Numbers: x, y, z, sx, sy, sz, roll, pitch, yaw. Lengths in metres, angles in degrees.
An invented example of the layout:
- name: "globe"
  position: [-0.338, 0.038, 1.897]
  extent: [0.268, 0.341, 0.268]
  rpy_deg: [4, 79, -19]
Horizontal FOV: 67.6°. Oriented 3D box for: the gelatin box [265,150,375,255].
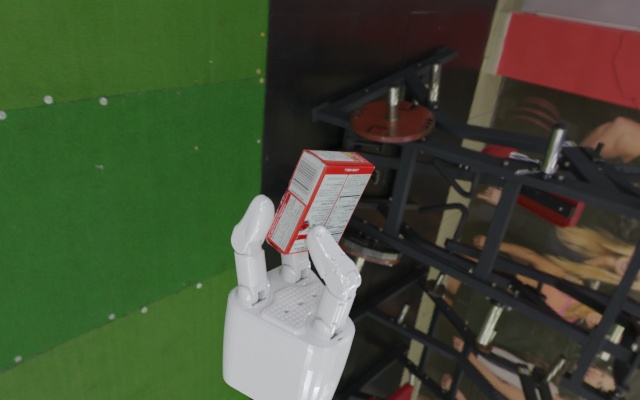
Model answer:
- name: "gelatin box"
  position: [0.001, 0.001, 0.411]
  extent: [0.030, 0.089, 0.073]
  rpy_deg: [38, 24, 30]
